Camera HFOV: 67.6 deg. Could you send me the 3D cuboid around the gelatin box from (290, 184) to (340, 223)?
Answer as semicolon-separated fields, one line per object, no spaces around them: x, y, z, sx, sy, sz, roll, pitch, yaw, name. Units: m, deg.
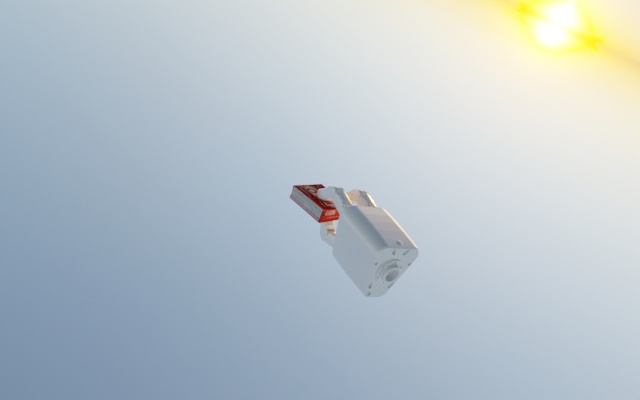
0.000;0.003;0.864;0.073;0.030;0.089;-5;34;-46;gelatin box
